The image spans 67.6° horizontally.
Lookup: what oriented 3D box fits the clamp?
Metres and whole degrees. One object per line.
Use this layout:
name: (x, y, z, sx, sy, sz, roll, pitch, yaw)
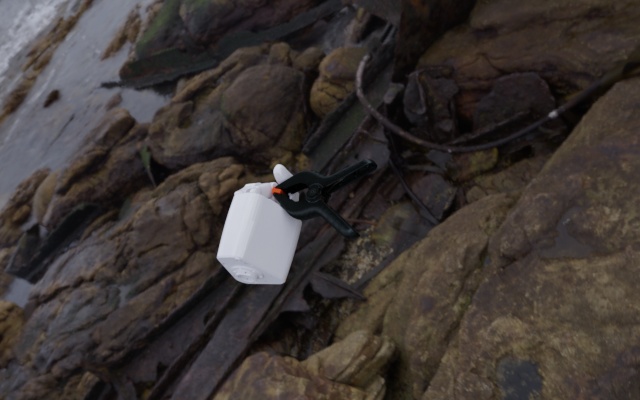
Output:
clamp: (0.000, 0.002, 0.707, 0.171, 0.120, 0.039, -7, -31, 33)
